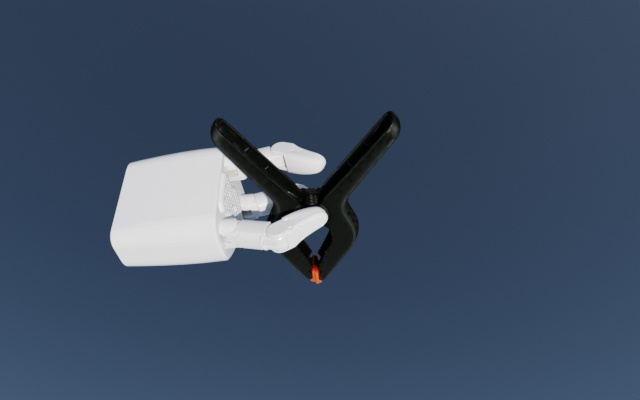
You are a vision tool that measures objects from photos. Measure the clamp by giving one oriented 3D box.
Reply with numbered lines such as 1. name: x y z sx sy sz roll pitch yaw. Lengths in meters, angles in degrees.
1. clamp: 0.000 0.003 0.469 0.164 0.210 0.036 -7 40 7
